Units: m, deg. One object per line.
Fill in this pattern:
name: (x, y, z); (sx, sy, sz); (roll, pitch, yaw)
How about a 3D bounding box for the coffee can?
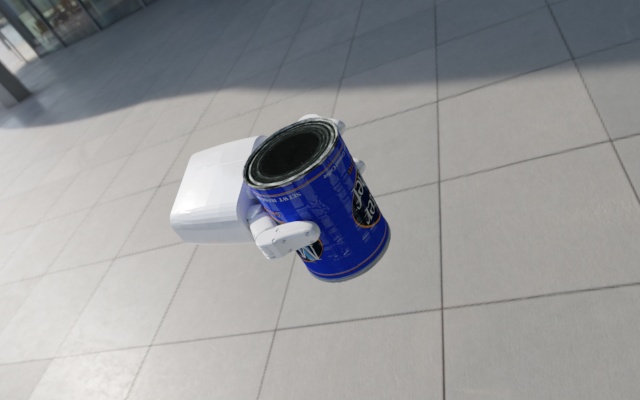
coffee can: (0.000, 0.002, 0.490); (0.103, 0.140, 0.102); (-20, 36, 16)
